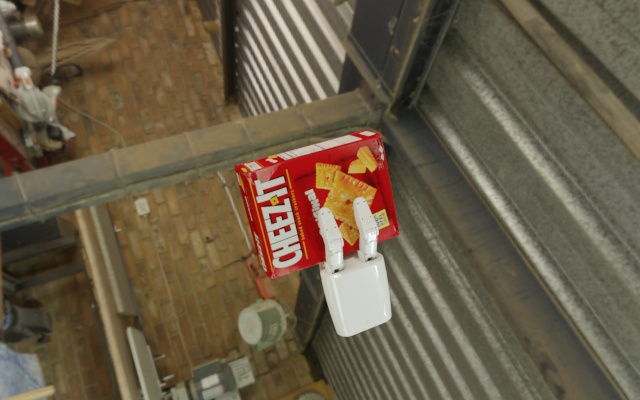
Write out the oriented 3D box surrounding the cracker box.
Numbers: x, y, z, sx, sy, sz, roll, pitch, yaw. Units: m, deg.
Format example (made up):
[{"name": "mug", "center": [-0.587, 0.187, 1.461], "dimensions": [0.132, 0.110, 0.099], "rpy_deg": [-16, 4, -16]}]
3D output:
[{"name": "cracker box", "center": [0.000, 0.002, 0.708], "dimensions": [0.213, 0.164, 0.072], "rpy_deg": [-17, 17, -16]}]
